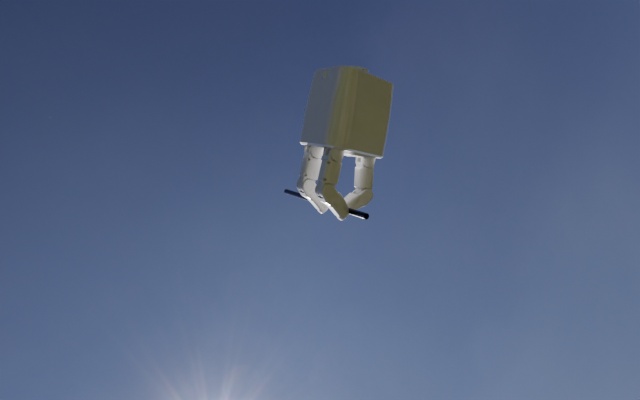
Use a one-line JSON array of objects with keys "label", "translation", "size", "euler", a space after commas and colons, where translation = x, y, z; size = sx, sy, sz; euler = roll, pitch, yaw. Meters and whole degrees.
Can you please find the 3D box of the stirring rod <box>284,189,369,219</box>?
[{"label": "stirring rod", "translation": [0.000, 0.002, 0.711], "size": [0.011, 0.011, 0.239], "euler": [0, 9, -30]}]
